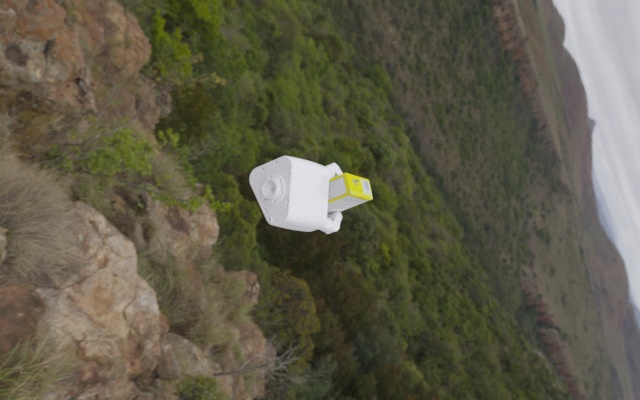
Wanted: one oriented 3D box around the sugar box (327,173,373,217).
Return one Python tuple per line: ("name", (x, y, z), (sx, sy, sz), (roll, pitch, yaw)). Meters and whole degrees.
("sugar box", (0.000, 0.002, 0.896), (0.176, 0.048, 0.093), (-19, -17, 29))
